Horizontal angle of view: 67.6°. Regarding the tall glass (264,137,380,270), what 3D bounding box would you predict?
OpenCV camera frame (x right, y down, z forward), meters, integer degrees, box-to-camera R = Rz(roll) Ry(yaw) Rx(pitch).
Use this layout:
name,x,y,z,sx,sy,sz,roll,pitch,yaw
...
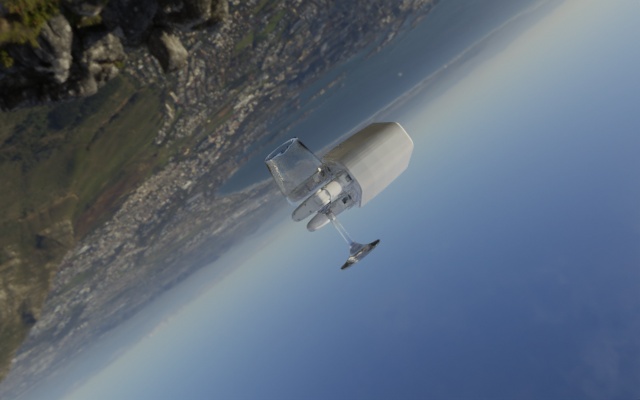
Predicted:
name,x,y,z,sx,sy,sz,roll,pitch,yaw
tall glass,0.000,0.003,0.714,0.079,0.201,0.079,-38,0,0
